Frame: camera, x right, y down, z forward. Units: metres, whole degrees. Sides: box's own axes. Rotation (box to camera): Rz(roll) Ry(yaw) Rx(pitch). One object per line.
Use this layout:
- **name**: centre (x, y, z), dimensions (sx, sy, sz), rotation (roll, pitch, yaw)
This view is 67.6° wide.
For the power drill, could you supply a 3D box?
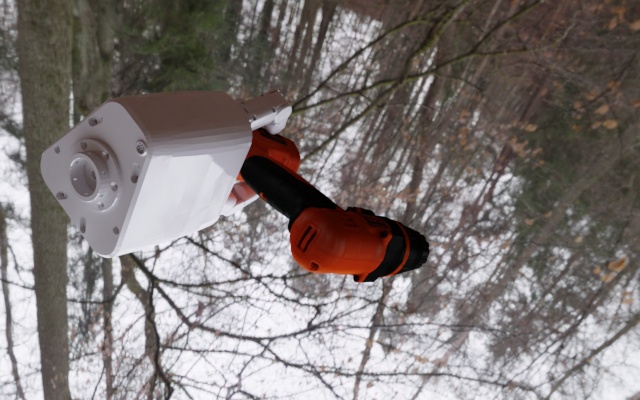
- **power drill**: centre (0.000, 0.001, 0.436), dimensions (0.187, 0.057, 0.184), rotation (38, 13, 33)
